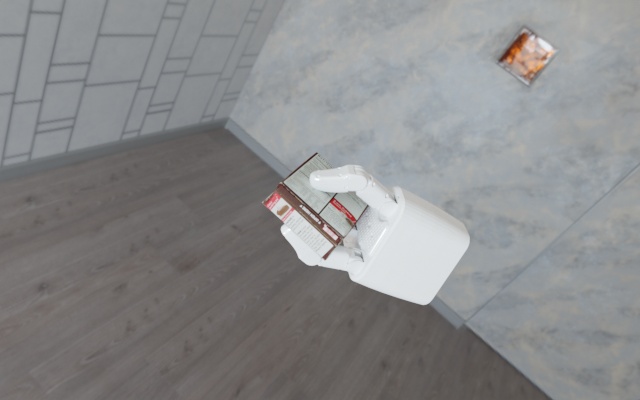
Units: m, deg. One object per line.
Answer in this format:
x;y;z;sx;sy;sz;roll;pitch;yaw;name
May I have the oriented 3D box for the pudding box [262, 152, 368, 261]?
0.000;0.002;0.528;0.039;0.090;0.113;-49;-1;28;pudding box
